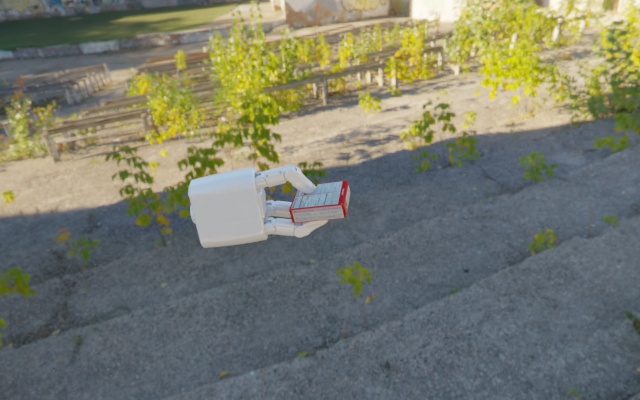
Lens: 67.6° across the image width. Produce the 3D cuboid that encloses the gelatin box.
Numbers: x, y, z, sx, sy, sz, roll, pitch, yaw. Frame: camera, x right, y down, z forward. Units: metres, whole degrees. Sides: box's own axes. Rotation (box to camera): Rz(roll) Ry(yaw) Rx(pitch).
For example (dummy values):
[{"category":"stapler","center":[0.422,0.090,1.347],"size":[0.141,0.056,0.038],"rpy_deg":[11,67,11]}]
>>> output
[{"category":"gelatin box","center":[0.000,0.002,0.769],"size":[0.089,0.030,0.073],"rpy_deg":[-7,31,14]}]
